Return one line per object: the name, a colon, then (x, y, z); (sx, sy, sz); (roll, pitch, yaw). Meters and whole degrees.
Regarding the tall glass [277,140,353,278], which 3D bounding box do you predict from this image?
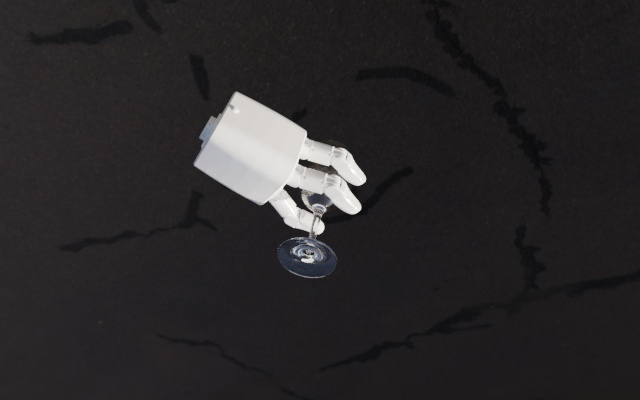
tall glass: (0.000, 0.003, 0.648); (0.079, 0.079, 0.201); (0, 43, 14)
